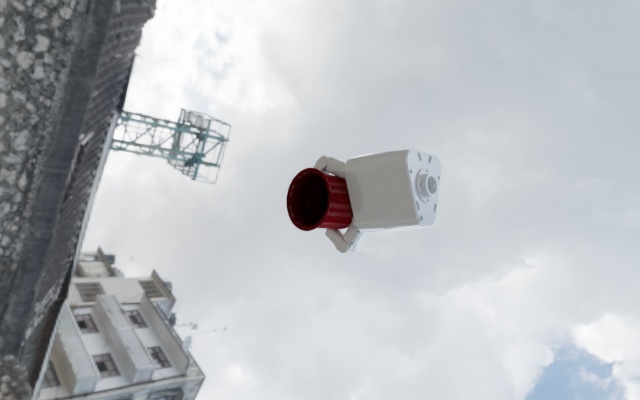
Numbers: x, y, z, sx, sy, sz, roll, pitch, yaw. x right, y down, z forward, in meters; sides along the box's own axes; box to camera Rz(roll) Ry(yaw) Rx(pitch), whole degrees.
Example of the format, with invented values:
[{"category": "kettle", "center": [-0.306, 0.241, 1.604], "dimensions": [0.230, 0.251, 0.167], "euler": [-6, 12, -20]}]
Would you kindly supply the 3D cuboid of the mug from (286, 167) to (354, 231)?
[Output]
[{"category": "mug", "center": [-0.001, 0.003, 0.731], "dimensions": [0.117, 0.093, 0.081], "euler": [-5, -8, 44]}]
